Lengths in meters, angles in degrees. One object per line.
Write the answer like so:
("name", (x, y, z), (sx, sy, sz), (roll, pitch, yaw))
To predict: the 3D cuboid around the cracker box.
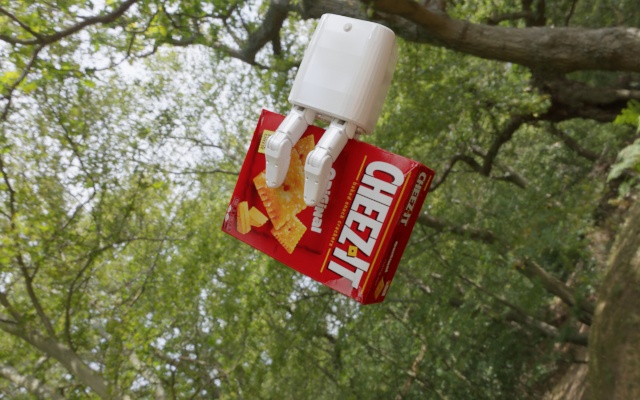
("cracker box", (0.000, 0.002, 0.563), (0.213, 0.164, 0.072), (23, 6, 28))
